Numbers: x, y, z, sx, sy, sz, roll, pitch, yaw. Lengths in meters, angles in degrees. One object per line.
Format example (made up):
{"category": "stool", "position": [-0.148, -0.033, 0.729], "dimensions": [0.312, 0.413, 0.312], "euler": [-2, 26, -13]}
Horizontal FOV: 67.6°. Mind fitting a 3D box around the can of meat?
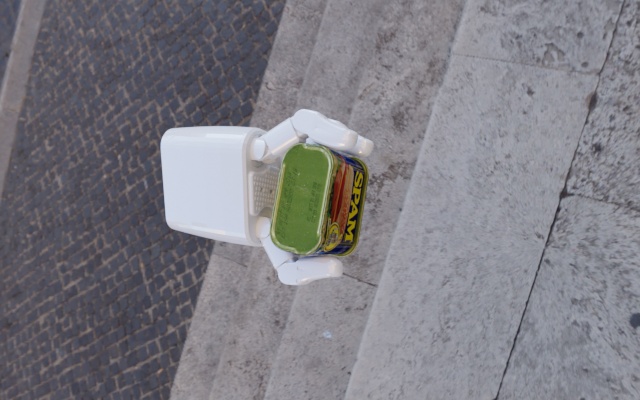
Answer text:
{"category": "can of meat", "position": [0.000, 0.002, 0.447], "dimensions": [0.057, 0.102, 0.084], "euler": [9, -1, 26]}
